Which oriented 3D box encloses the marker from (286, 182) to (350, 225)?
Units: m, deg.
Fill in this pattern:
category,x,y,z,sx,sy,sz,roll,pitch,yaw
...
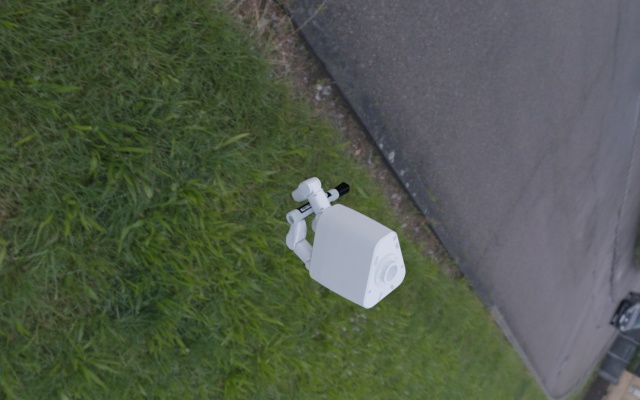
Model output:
category,x,y,z,sx,sy,sz,roll,pitch,yaw
marker,0.000,0.002,0.715,0.121,0.020,0.020,-30,18,-35
